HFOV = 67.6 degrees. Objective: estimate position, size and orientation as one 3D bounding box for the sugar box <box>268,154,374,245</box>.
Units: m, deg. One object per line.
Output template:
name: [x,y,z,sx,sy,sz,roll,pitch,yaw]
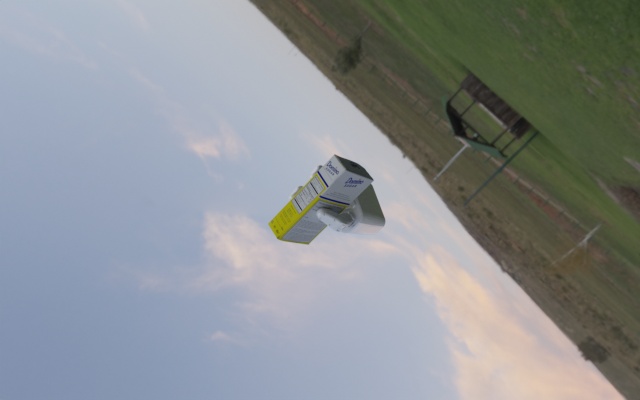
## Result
sugar box: [0.000,0.002,0.824,0.176,0.048,0.093,-47,-32,19]
